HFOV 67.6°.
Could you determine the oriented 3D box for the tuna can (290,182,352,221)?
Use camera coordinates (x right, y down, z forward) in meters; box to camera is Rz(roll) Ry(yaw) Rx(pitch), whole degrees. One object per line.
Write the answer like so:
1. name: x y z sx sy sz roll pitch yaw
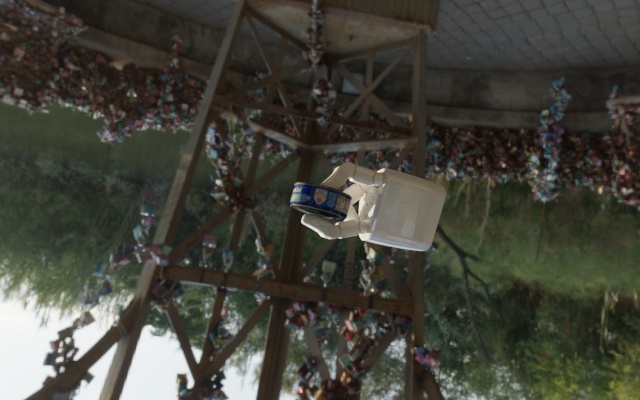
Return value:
1. tuna can: 0.000 0.003 0.689 0.086 0.033 0.086 14 -9 2
